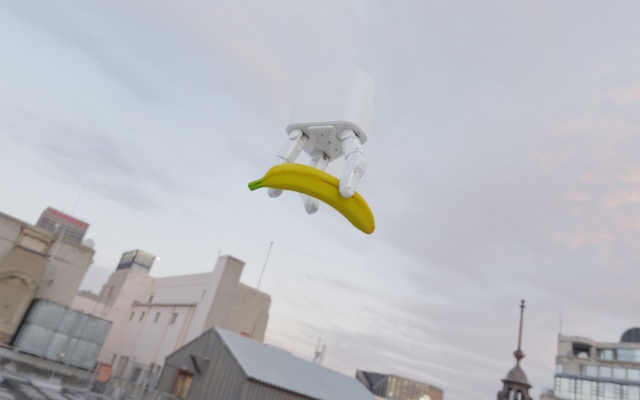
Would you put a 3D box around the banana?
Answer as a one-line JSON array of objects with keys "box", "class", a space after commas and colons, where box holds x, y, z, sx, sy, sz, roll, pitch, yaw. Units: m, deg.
[{"box": [0.006, -0.007, 0.643, 0.198, 0.037, 0.070, 23, -34, -21], "class": "banana"}]
